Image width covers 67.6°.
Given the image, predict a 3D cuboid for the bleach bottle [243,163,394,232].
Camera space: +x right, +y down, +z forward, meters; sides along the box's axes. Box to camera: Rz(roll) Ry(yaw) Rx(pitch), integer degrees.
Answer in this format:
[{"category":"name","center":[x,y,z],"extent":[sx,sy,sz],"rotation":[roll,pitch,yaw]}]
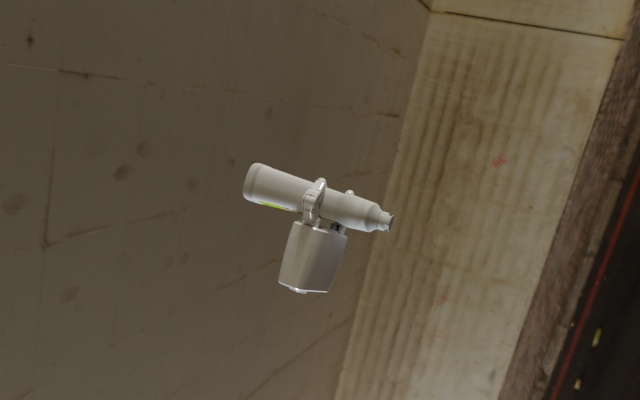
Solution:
[{"category":"bleach bottle","center":[0.000,0.003,0.819],"extent":[0.251,0.068,0.102],"rotation":[17,-2,18]}]
